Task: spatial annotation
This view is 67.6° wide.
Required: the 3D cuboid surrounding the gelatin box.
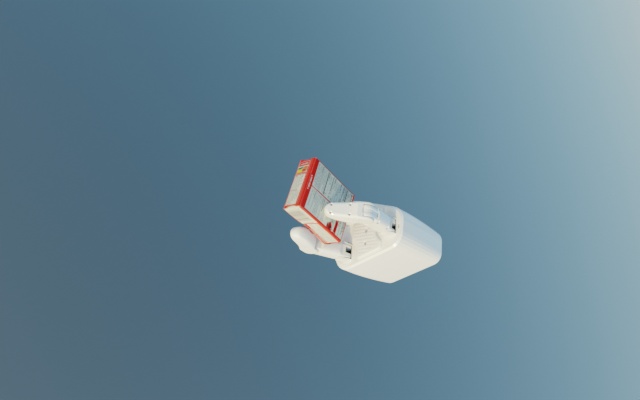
[{"bbox_3d":[0.000,0.002,0.596,0.030,0.073,0.089,-10,-39,39],"label":"gelatin box"}]
